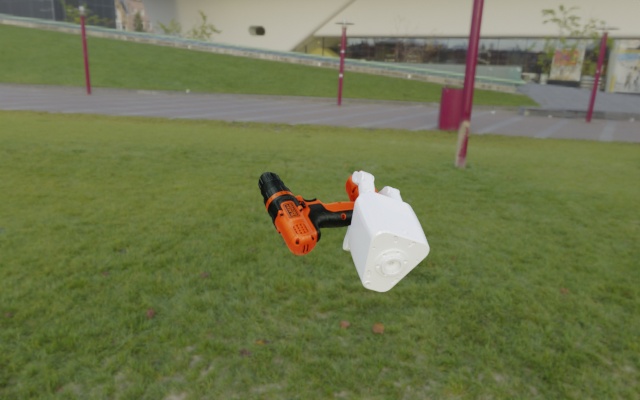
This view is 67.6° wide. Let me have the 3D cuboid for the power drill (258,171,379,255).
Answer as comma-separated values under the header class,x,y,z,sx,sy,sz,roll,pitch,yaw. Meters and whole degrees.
class,x,y,z,sx,sy,sz,roll,pitch,yaw
power drill,0.001,0.003,0.823,0.187,0.057,0.184,-14,49,-21
